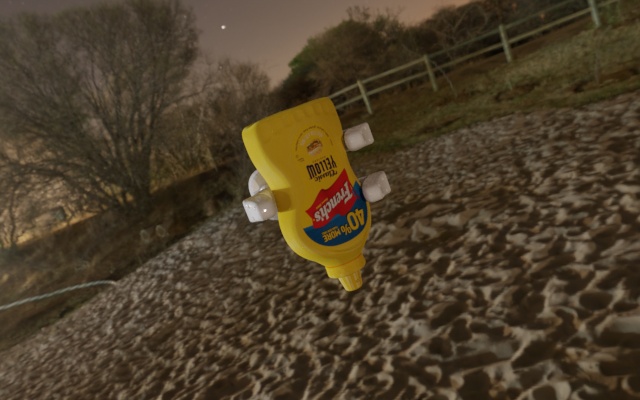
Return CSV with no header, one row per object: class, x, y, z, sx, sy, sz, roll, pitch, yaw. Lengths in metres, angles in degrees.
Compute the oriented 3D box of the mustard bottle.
mustard bottle,0.000,0.001,0.477,0.096,0.191,0.058,-27,11,-32
